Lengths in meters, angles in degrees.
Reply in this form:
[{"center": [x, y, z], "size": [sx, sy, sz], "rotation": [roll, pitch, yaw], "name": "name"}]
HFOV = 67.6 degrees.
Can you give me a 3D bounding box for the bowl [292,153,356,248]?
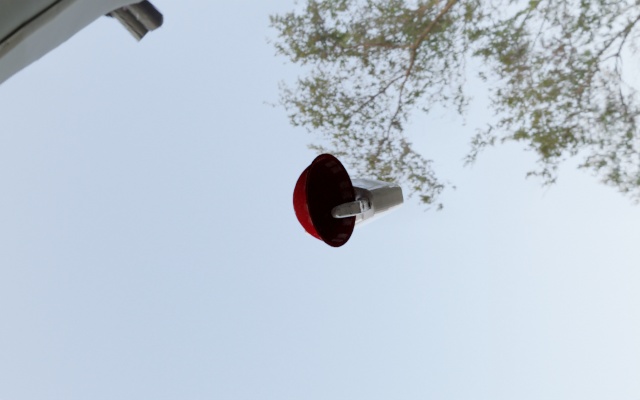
[{"center": [-0.001, 0.003, 0.822], "size": [0.055, 0.162, 0.162], "rotation": [-9, -5, 32], "name": "bowl"}]
